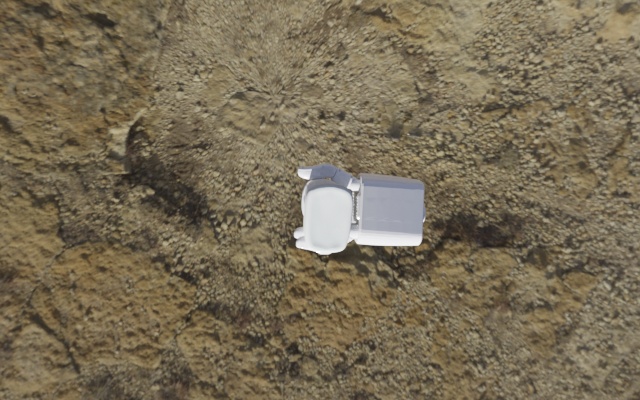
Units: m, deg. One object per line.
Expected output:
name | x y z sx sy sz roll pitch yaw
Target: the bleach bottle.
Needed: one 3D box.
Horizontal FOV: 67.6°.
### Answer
bleach bottle | 0.000 0.003 0.784 0.068 0.102 0.250 3 12 -6
